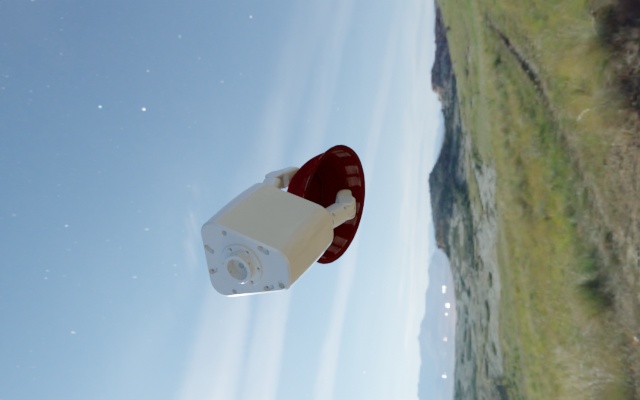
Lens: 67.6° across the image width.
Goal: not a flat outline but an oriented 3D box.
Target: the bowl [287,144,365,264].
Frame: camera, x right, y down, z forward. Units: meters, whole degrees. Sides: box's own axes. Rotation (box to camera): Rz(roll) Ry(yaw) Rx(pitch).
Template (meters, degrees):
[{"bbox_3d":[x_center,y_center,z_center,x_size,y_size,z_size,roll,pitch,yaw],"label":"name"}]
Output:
[{"bbox_3d":[0.000,0.002,0.652,0.055,0.162,0.162,11,6,32],"label":"bowl"}]
